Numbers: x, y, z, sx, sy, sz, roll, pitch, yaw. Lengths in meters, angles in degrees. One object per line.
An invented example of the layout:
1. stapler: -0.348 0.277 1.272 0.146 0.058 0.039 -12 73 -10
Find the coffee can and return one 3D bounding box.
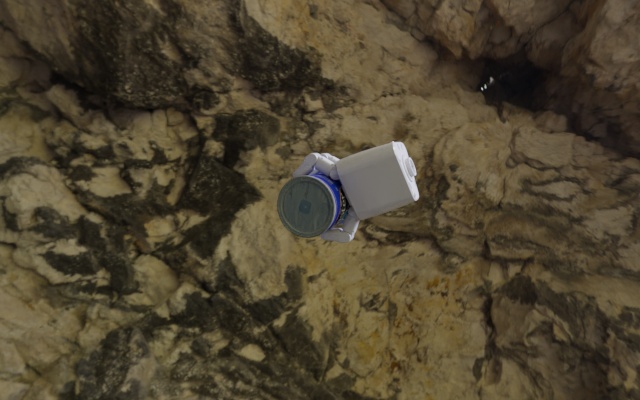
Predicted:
1. coffee can: 0.000 0.003 0.842 0.103 0.103 0.140 0 7 21
